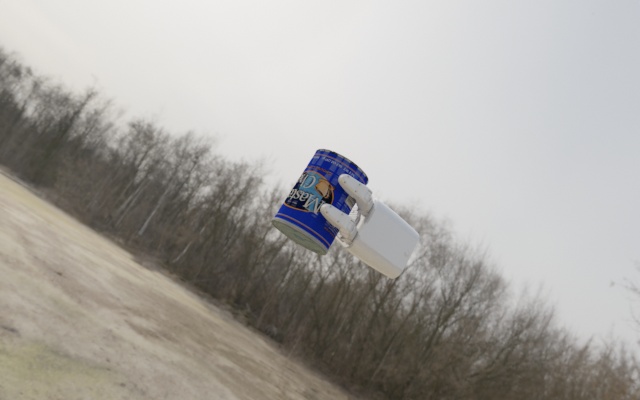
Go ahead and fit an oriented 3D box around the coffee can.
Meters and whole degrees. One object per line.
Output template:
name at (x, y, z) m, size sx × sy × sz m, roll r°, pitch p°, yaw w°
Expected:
coffee can at (0.000, 0.003, 0.772) m, size 0.103 × 0.140 × 0.103 m, roll 29°, pitch -15°, yaw 8°
